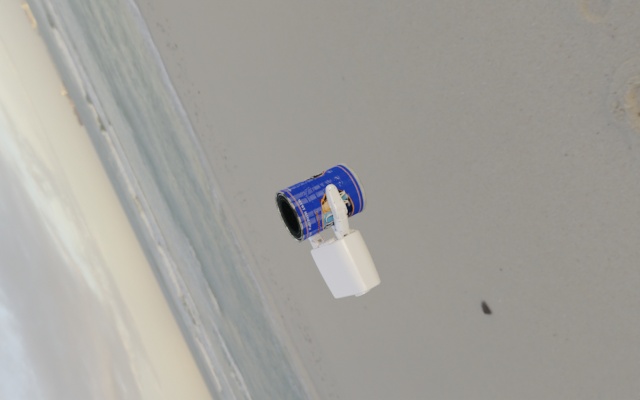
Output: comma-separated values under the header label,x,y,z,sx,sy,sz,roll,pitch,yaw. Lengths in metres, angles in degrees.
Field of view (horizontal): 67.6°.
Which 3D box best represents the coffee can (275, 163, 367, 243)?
label,x,y,z,sx,sy,sz,roll,pitch,yaw
coffee can,0.000,0.003,0.897,0.140,0.103,0.103,-25,9,-21
